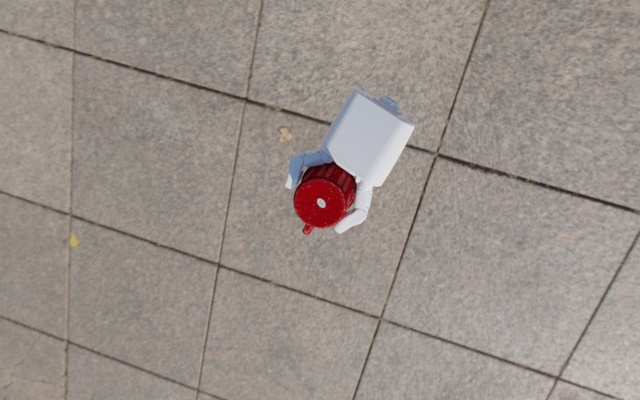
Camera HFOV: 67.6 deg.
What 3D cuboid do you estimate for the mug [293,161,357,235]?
[{"bbox_3d":[-0.001,0.004,0.739,0.093,0.117,0.081,29,21,1],"label":"mug"}]
